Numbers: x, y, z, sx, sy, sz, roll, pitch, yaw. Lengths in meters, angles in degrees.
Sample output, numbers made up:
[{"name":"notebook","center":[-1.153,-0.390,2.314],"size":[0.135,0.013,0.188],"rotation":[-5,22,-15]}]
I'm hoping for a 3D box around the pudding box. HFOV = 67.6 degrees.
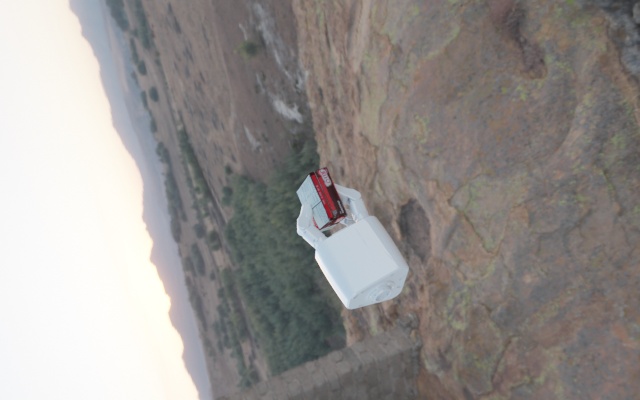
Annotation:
[{"name":"pudding box","center":[0.000,0.003,0.824],"size":[0.039,0.090,0.113],"rotation":[-19,-9,-20]}]
